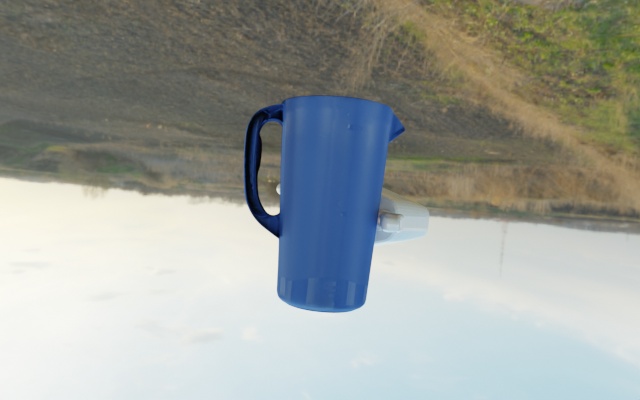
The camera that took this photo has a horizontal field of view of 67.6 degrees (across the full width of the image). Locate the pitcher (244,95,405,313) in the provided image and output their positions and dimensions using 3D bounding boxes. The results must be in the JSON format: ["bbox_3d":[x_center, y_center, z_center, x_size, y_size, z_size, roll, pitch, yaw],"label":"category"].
[{"bbox_3d":[0.000,0.002,0.569,0.149,0.243,0.145,6,1,36],"label":"pitcher"}]
